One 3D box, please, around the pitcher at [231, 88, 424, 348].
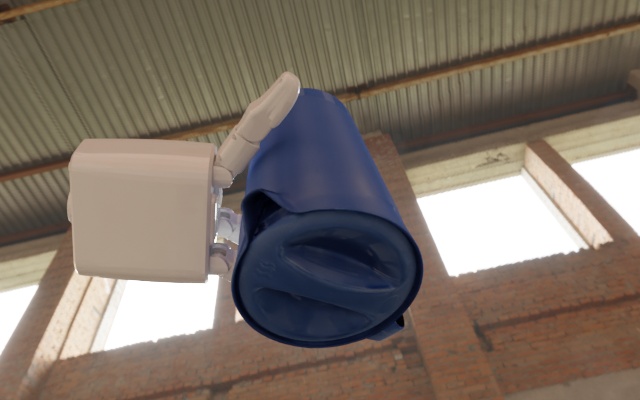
[{"bbox_3d":[0.000,0.001,0.426,0.145,0.149,0.242,3,34,-9],"label":"pitcher"}]
